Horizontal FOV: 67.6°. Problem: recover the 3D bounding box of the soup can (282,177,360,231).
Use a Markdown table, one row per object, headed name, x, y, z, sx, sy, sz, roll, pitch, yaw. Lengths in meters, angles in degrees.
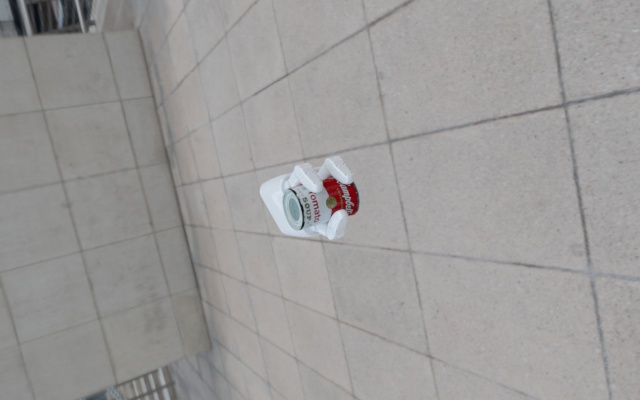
| name | x | y | z | sx | sy | sz | roll | pitch | yaw |
| --- | --- | --- | --- | --- | --- | --- | --- | --- | --- |
| soup can | 0.000 | 0.003 | 0.741 | 0.102 | 0.068 | 0.068 | -15 | 7 | -27 |
